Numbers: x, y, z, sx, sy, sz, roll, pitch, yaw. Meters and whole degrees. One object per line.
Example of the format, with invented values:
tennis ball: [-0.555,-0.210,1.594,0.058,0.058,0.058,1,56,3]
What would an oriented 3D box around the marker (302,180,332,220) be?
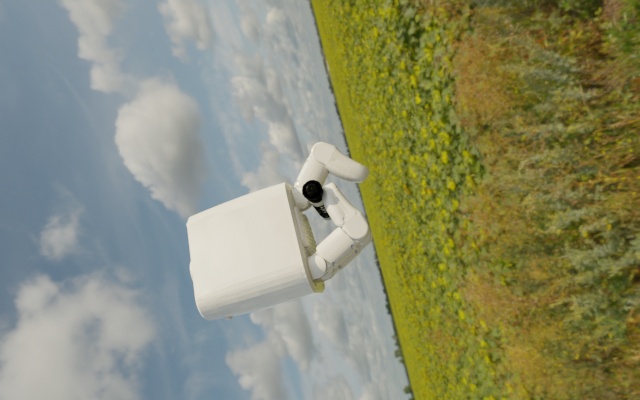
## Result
marker: [0.000,0.002,0.478,0.020,0.020,0.121,0,-11,8]
